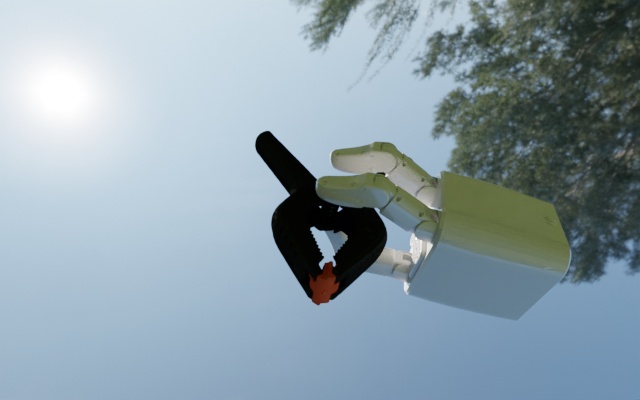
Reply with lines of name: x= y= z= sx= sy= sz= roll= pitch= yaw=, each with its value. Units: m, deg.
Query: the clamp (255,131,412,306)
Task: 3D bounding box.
clamp: x=0.000 y=0.002 z=0.417 sx=0.164 sy=0.036 sz=0.209 roll=13 pitch=35 yaw=4
